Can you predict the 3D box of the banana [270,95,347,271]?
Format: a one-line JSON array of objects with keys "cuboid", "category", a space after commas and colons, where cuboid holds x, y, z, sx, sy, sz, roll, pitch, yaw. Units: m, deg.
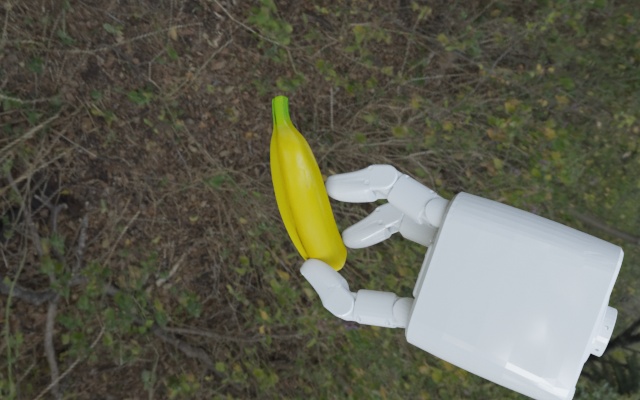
[{"cuboid": [-0.004, 0.013, 0.394, 0.037, 0.069, 0.198, -1, -43, 16], "category": "banana"}]
